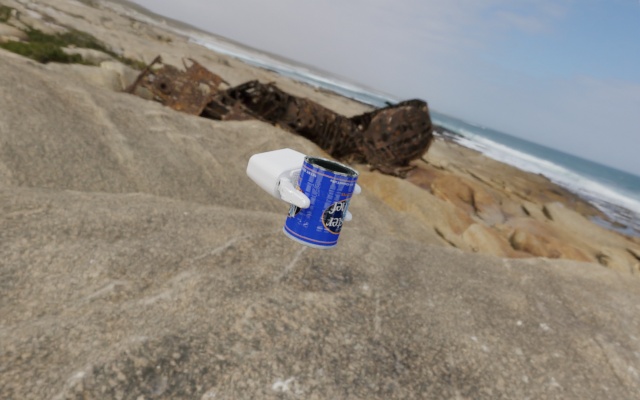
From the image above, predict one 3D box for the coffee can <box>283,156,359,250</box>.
[{"bbox_3d":[0.000,0.003,0.855,0.103,0.140,0.102,16,14,-4],"label":"coffee can"}]
